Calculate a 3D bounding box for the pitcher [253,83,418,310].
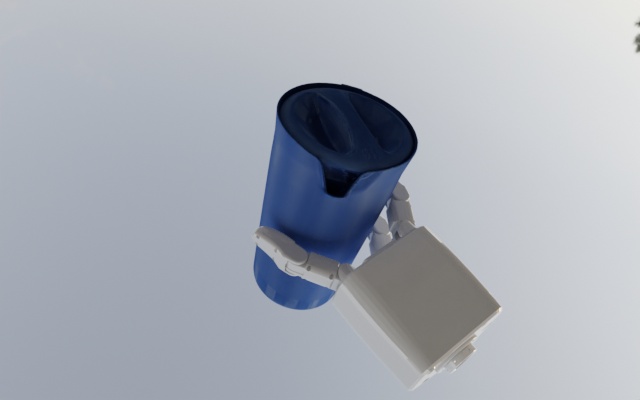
[{"bbox_3d":[0.000,0.002,0.518,0.149,0.243,0.145,-22,56,-36],"label":"pitcher"}]
